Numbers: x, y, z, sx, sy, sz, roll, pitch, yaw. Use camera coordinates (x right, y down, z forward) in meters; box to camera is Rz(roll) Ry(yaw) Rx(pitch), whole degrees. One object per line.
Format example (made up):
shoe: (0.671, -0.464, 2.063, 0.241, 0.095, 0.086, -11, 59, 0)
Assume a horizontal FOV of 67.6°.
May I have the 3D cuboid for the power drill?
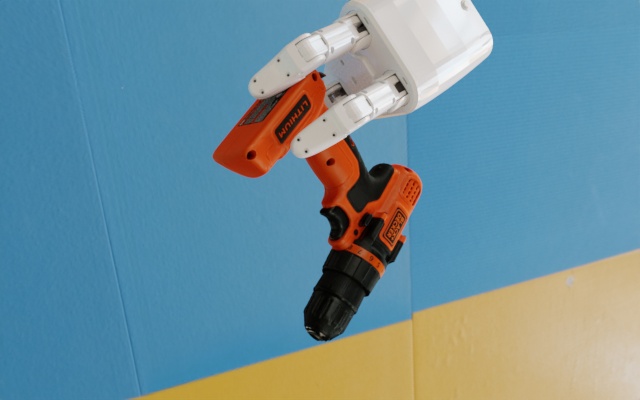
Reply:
power drill: (0.000, 0.001, 0.405, 0.057, 0.184, 0.188, 0, -39, 47)
